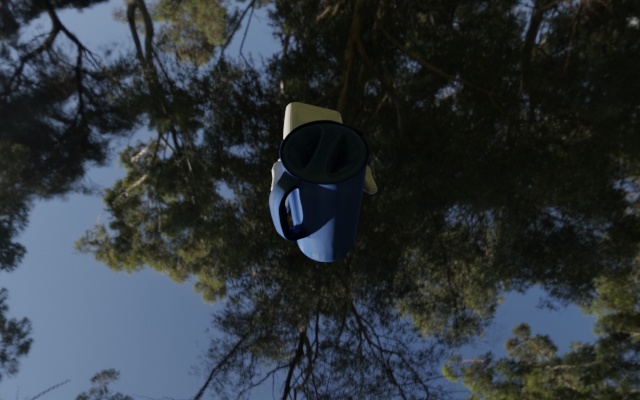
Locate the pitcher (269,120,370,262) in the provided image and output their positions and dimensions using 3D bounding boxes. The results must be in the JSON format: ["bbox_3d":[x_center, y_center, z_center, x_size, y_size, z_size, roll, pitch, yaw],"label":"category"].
[{"bbox_3d":[0.000,0.002,0.788,0.149,0.145,0.243,-2,-39,0],"label":"pitcher"}]
